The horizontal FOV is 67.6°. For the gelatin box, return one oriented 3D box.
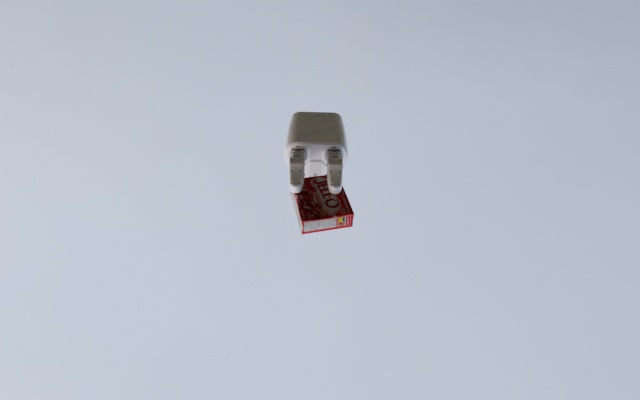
[{"bbox_3d":[0.000,0.003,0.670,0.073,0.030,0.089,-8,45,-10],"label":"gelatin box"}]
